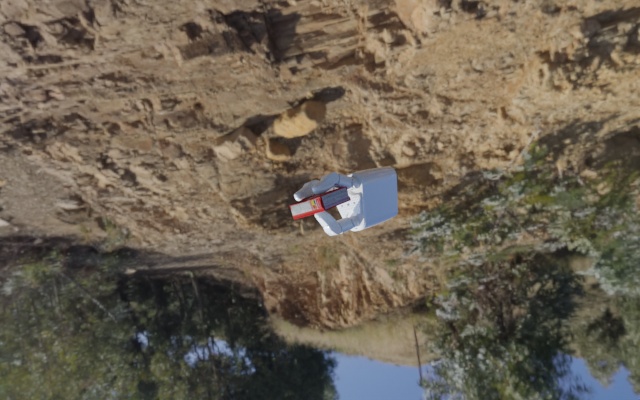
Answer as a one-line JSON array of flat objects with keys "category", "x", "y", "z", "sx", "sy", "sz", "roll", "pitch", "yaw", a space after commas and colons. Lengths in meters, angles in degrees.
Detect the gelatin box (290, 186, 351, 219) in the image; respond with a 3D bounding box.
[{"category": "gelatin box", "x": 0.000, "y": 0.003, "z": 0.858, "sx": 0.073, "sy": 0.030, "sz": 0.089, "roll": -16, "pitch": 4, "yaw": 37}]
